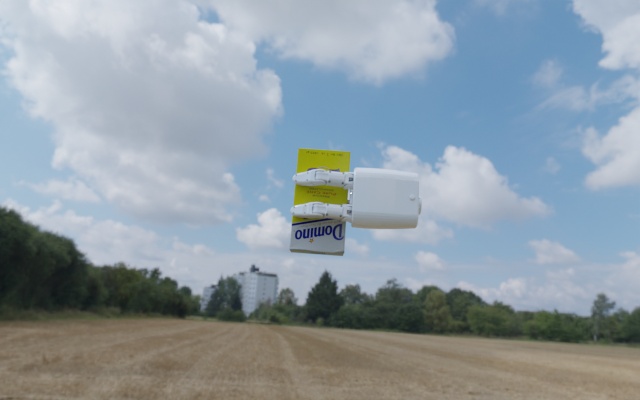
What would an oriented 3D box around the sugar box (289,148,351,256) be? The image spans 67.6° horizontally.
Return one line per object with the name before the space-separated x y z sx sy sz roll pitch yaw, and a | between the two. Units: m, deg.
sugar box | 0.000 0.002 0.812 0.093 0.176 0.048 3 -14 1
